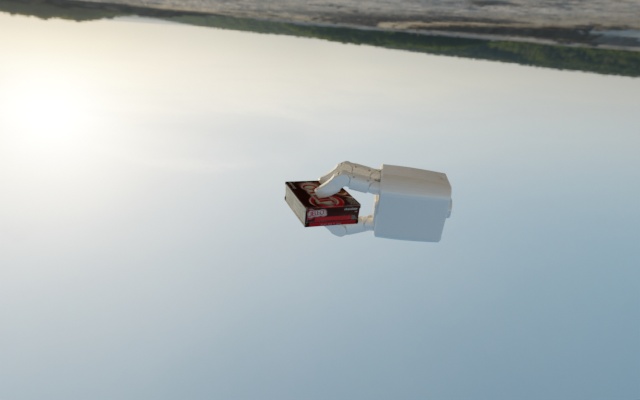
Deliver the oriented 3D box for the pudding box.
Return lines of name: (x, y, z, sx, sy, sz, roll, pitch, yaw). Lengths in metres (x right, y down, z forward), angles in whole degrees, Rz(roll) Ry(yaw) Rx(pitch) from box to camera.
pudding box: (0.000, 0.003, 0.762, 0.090, 0.039, 0.113, -2, 21, -22)
